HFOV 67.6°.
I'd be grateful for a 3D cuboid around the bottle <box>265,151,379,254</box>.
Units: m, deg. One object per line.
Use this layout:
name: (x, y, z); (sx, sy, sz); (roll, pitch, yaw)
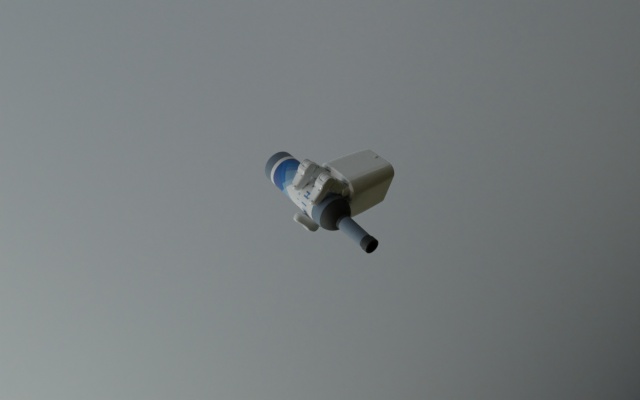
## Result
bottle: (0.000, 0.003, 0.874); (0.069, 0.069, 0.295); (0, 30, -41)
